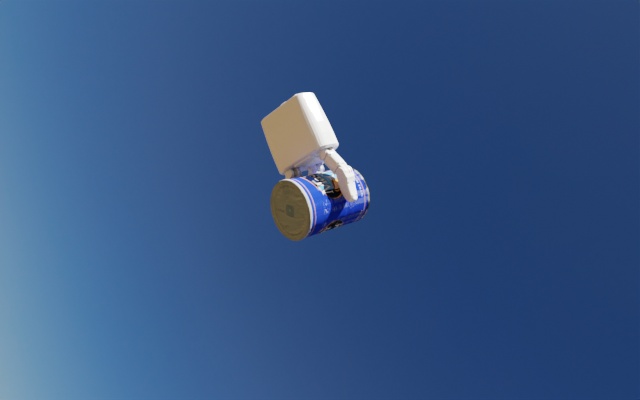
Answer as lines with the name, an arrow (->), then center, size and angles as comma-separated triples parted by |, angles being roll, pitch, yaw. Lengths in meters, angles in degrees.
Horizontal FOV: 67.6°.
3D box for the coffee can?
coffee can -> 0.000, 0.003, 0.823 | 0.140, 0.103, 0.103 | -15, 10, -40
